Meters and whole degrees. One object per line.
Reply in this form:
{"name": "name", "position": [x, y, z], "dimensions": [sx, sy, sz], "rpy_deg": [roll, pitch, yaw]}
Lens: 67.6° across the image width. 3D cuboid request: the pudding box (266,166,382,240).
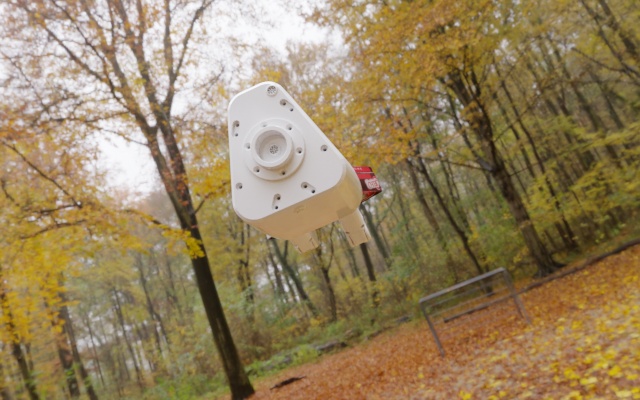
{"name": "pudding box", "position": [0.000, 0.002, 0.535], "dimensions": [0.113, 0.039, 0.090], "rpy_deg": [-29, -14, 33]}
